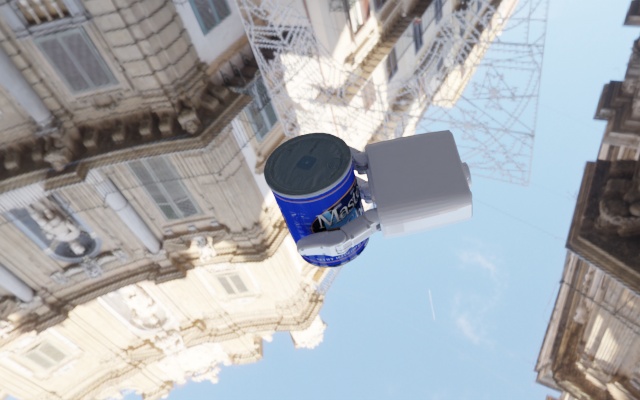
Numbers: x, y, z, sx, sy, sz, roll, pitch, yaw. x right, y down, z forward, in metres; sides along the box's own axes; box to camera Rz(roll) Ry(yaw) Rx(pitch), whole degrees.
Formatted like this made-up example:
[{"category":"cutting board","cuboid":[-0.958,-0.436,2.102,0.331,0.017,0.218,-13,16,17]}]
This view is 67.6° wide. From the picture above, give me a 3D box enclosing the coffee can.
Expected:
[{"category":"coffee can","cuboid":[0.000,0.002,0.591,0.103,0.102,0.140,0,-41,18]}]
